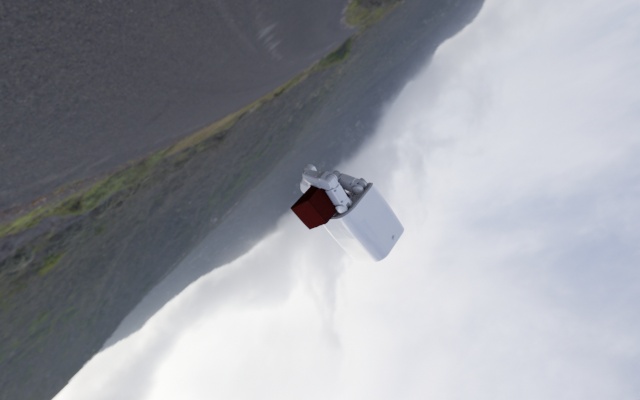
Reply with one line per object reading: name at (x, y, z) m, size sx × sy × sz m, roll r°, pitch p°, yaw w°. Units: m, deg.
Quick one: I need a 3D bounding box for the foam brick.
foam brick at (0.000, 0.003, 0.801) m, size 0.053 × 0.051 × 0.078 m, roll -22°, pitch 21°, yaw 50°
